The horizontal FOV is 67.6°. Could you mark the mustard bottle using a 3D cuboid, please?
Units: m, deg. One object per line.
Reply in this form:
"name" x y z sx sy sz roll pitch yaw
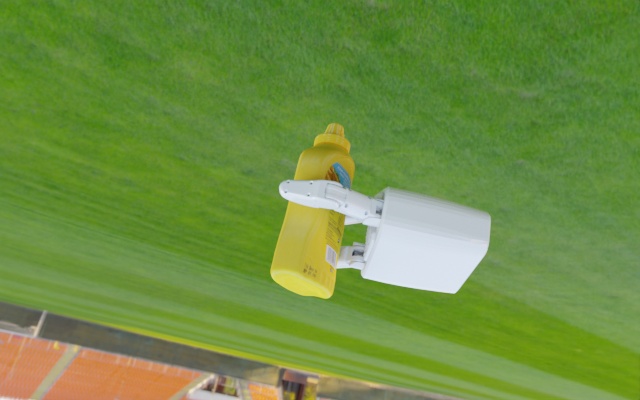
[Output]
"mustard bottle" 0.000 0.002 0.516 0.058 0.191 0.096 3 -23 23
